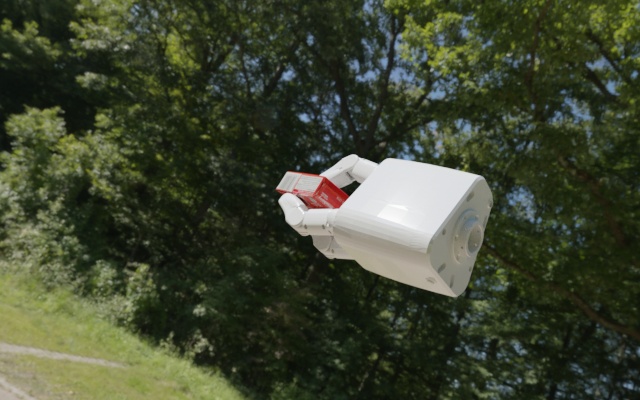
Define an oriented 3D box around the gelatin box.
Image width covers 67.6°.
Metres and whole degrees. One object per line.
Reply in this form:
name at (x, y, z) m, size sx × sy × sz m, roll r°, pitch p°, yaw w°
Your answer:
gelatin box at (0.000, 0.001, 0.546) m, size 0.073 × 0.030 × 0.089 m, roll 40°, pitch -15°, yaw -30°
